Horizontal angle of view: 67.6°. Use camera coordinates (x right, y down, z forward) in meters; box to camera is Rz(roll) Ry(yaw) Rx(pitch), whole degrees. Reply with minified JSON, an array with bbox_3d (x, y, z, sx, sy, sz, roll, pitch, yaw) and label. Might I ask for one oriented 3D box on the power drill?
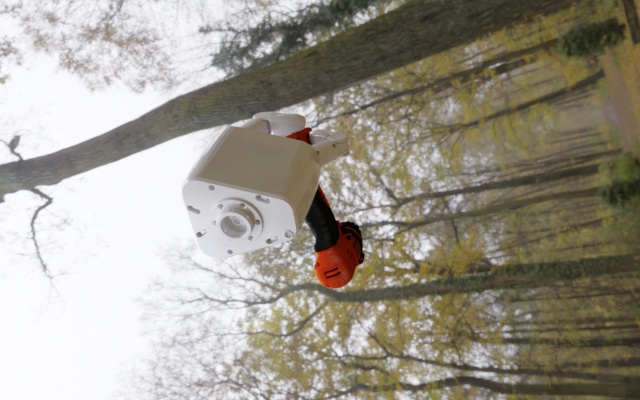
[{"bbox_3d":[0.000,0.002,0.606,0.057,0.187,0.184,-25,7,11],"label":"power drill"}]
